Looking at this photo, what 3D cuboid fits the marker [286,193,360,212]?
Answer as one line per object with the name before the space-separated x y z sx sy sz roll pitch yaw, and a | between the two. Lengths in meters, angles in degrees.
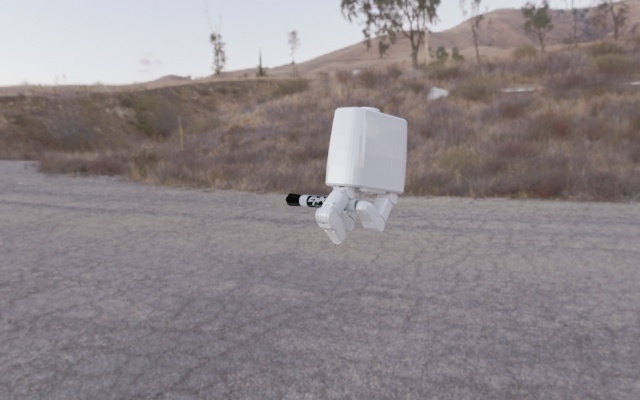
marker | 0.000 0.002 0.669 0.121 0.020 0.020 5 3 36
